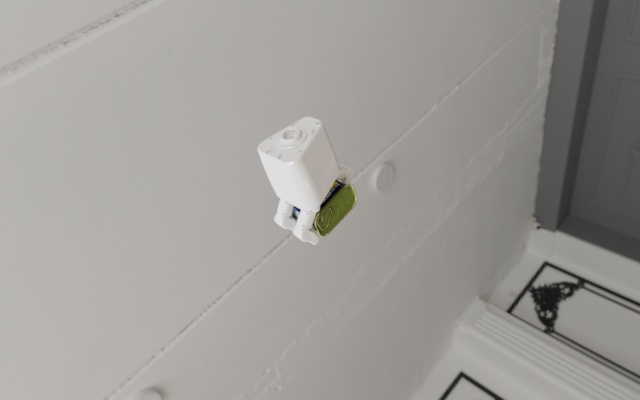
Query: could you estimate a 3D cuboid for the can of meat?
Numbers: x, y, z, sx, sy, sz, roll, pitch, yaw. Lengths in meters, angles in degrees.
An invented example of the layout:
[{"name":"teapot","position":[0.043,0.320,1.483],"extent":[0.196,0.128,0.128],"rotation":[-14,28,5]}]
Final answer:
[{"name":"can of meat","position":[0.000,0.003,0.854],"extent":[0.084,0.102,0.057],"rotation":[27,-26,38]}]
